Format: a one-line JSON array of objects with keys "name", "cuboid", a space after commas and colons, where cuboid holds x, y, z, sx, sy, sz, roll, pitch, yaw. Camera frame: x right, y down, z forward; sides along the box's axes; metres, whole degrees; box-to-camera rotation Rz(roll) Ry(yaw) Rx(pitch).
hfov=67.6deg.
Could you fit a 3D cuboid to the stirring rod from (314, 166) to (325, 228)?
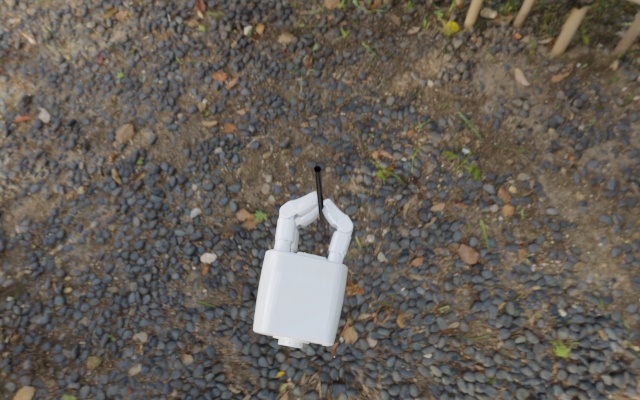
[{"name": "stirring rod", "cuboid": [0.000, 0.002, 0.651, 0.011, 0.011, 0.240, 0, -18, 2]}]
